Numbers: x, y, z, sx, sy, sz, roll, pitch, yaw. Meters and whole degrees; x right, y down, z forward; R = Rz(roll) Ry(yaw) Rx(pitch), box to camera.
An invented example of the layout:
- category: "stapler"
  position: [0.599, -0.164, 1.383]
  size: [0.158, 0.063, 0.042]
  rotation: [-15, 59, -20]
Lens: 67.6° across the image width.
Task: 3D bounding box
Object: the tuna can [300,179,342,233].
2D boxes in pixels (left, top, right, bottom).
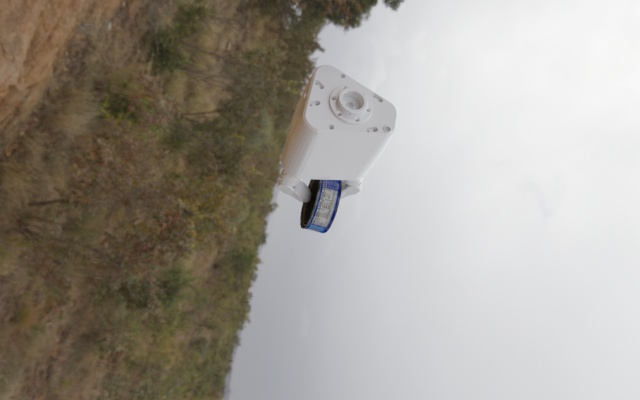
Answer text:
- category: "tuna can"
  position: [0.001, 0.002, 0.673]
  size: [0.034, 0.086, 0.086]
  rotation: [15, -4, -13]
